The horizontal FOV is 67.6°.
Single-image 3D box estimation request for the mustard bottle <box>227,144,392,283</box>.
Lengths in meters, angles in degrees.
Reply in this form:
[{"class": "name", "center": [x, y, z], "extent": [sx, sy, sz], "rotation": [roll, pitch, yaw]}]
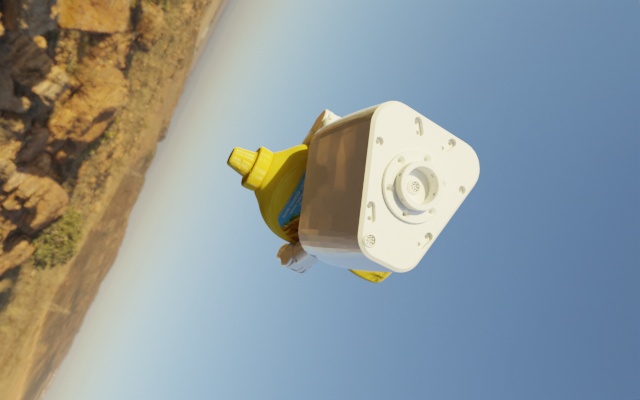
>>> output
[{"class": "mustard bottle", "center": [0.000, 0.002, 0.458], "extent": [0.192, 0.096, 0.058], "rotation": [27, 12, -19]}]
